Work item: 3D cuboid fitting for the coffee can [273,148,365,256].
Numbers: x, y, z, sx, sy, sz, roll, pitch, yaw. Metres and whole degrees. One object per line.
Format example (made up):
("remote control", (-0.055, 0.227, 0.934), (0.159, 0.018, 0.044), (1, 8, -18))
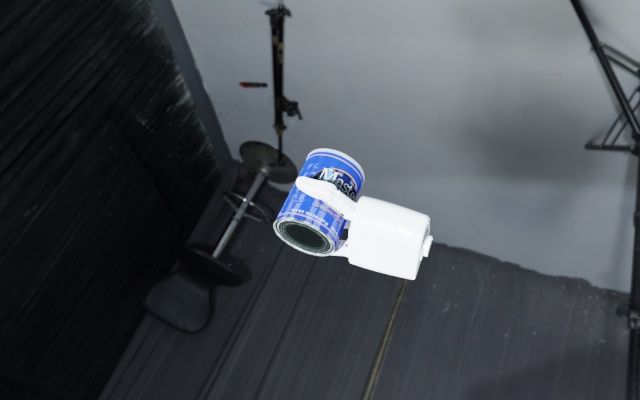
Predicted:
("coffee can", (0.000, 0.002, 0.762), (0.103, 0.140, 0.103), (19, -29, 11))
